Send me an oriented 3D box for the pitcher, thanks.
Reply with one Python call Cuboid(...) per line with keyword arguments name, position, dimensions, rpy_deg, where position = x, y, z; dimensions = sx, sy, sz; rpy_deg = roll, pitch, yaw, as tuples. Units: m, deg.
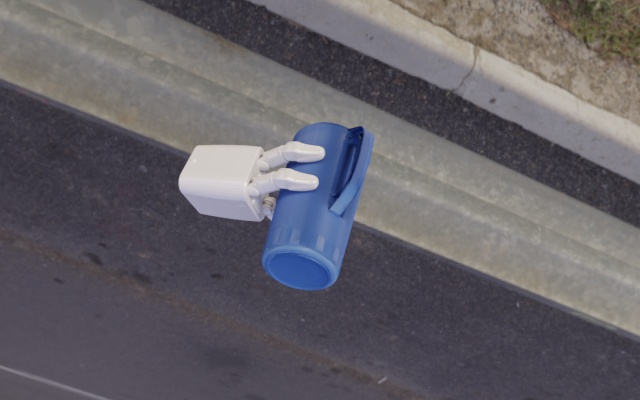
Cuboid(name="pitcher", position=(0.000, 0.002, 0.713), dimensions=(0.145, 0.242, 0.149), rpy_deg=(5, -40, 12))
